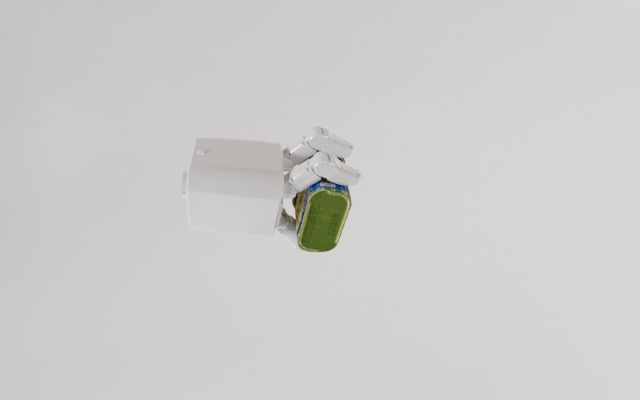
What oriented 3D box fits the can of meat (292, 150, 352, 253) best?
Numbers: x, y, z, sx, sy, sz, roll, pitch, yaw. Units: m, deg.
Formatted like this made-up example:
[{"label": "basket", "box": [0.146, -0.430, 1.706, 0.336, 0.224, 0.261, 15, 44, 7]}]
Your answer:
[{"label": "can of meat", "box": [0.000, 0.002, 0.593, 0.057, 0.102, 0.084, 7, 37, -12]}]
